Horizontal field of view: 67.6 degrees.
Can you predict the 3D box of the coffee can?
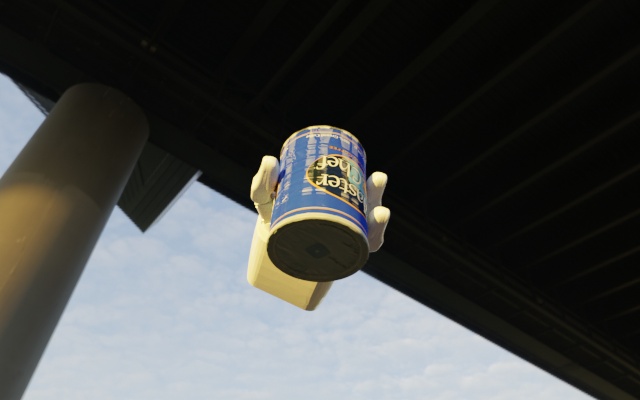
[{"bbox_3d":[0.000,0.002,0.519,0.103,0.140,0.103,2,-44,2],"label":"coffee can"}]
